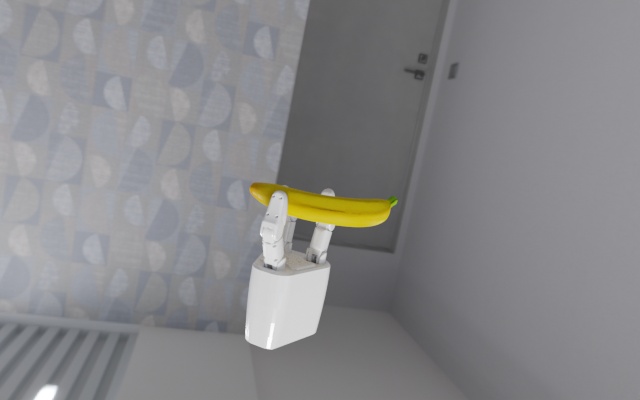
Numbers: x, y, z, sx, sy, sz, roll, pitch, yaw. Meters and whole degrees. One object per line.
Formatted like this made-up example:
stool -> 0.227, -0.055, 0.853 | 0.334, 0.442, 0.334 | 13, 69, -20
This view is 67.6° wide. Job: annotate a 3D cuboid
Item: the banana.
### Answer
banana -> 0.004, 0.007, 0.612 | 0.198, 0.037, 0.069 | 7, 13, -2
